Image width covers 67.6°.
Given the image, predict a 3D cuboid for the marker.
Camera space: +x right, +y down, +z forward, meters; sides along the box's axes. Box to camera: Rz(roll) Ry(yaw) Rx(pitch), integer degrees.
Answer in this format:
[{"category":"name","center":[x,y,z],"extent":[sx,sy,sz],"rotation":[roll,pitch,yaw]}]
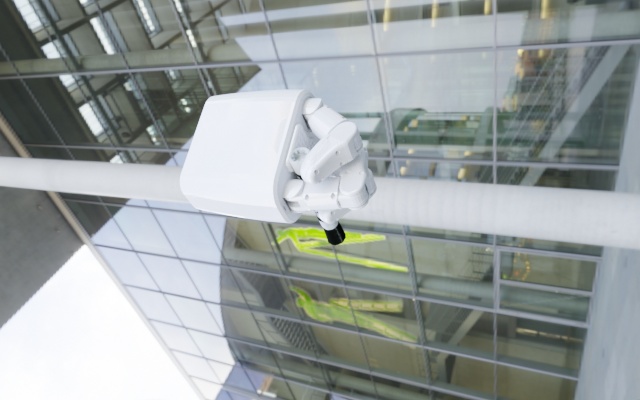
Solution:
[{"category":"marker","center":[0.000,0.001,0.430],"extent":[0.020,0.020,0.121],"rotation":[0,-39,22]}]
